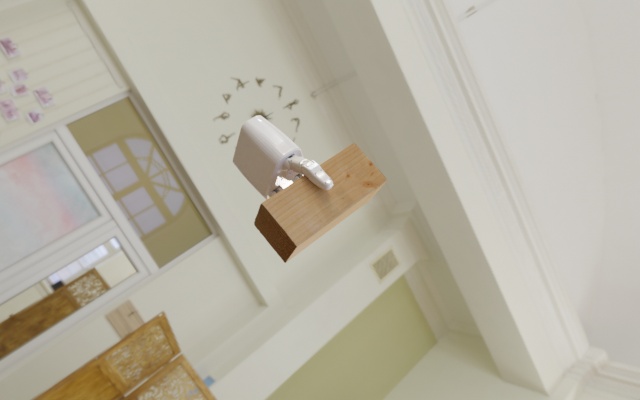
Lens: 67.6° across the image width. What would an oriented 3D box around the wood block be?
[{"bbox_3d":[0.000,0.002,0.809,0.206,0.090,0.091,-35,-11,-27],"label":"wood block"}]
